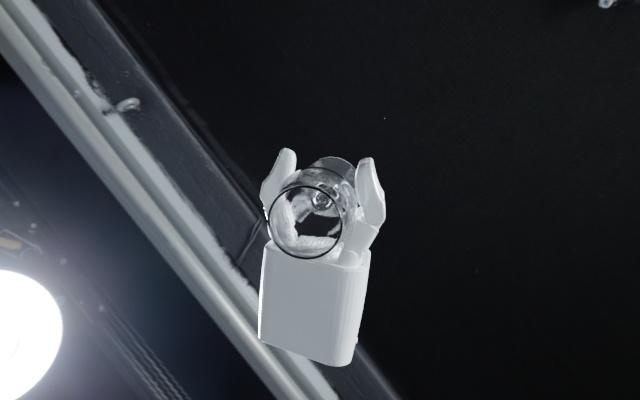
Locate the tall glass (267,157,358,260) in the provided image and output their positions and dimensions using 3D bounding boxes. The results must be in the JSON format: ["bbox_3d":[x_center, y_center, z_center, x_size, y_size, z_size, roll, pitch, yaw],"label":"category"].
[{"bbox_3d":[0.000,0.001,0.481,0.079,0.079,0.201,0,10,8],"label":"tall glass"}]
